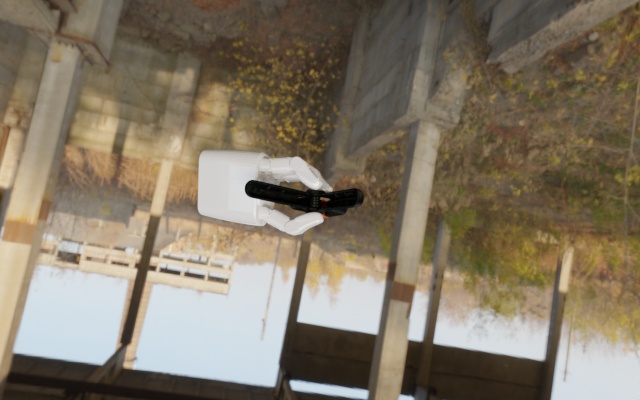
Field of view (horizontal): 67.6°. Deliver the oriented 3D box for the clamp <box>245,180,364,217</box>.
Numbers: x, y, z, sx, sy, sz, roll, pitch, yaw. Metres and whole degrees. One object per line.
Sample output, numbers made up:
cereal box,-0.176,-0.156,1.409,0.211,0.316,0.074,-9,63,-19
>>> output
clamp,0.000,0.003,0.727,0.164,0.036,0.210,5,-7,17
